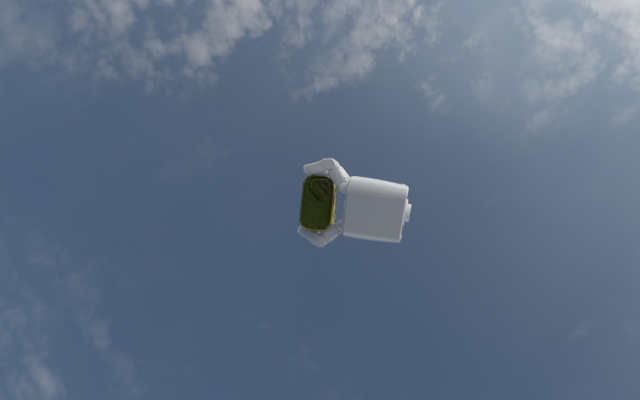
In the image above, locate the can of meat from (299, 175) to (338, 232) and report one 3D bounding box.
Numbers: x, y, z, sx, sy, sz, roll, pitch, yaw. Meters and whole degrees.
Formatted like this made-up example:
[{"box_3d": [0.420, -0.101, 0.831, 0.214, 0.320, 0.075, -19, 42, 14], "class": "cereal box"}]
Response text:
[{"box_3d": [0.000, 0.003, 0.898, 0.057, 0.102, 0.084, 7, 5, 10], "class": "can of meat"}]
